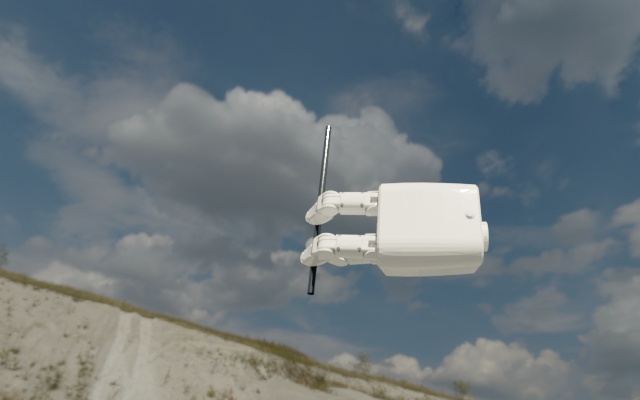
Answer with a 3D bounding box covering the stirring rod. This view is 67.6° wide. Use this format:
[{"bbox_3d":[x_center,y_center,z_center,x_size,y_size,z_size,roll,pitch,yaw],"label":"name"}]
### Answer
[{"bbox_3d":[0.000,0.002,0.595,0.011,0.239,0.011,5,-31,3],"label":"stirring rod"}]
